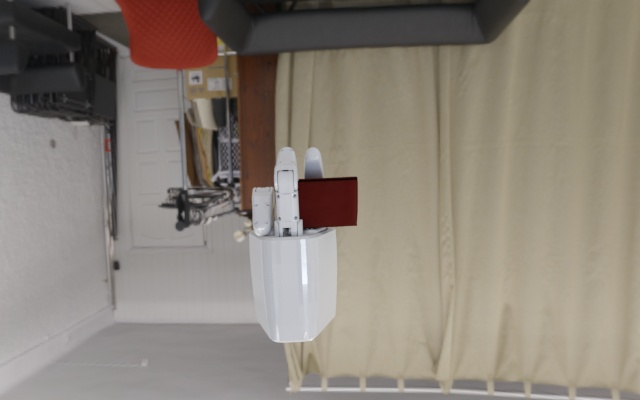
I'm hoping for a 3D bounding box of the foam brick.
[{"bbox_3d":[0.000,0.002,0.514,0.078,0.051,0.053,-3,2,0],"label":"foam brick"}]
